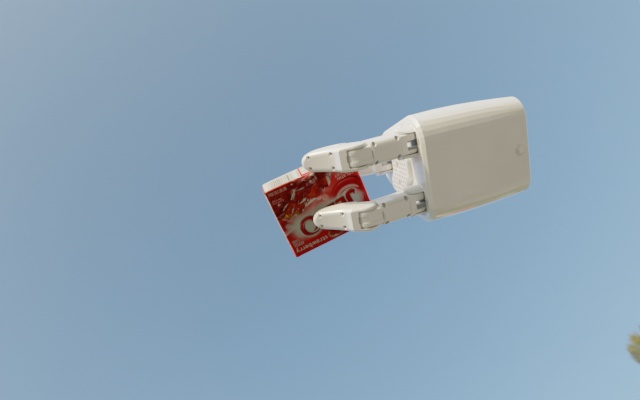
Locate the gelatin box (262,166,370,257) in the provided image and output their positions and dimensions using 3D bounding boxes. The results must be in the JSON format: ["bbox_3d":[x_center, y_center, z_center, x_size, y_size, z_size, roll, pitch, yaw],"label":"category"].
[{"bbox_3d":[0.000,0.001,0.456,0.089,0.073,0.030,-25,21,-2],"label":"gelatin box"}]
